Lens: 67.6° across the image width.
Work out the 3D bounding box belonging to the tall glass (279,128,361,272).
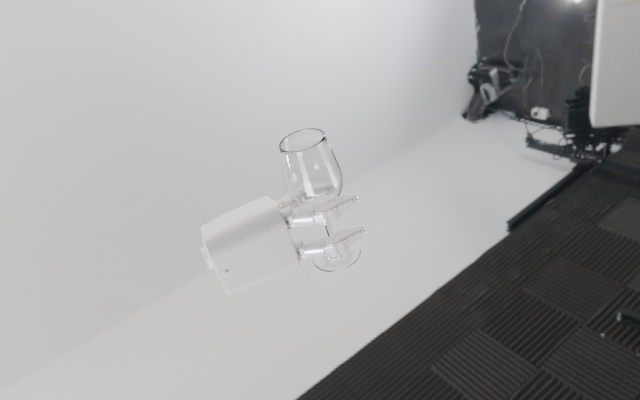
[{"bbox_3d":[0.000,0.003,0.668,0.079,0.201,0.079,-12,33,8],"label":"tall glass"}]
